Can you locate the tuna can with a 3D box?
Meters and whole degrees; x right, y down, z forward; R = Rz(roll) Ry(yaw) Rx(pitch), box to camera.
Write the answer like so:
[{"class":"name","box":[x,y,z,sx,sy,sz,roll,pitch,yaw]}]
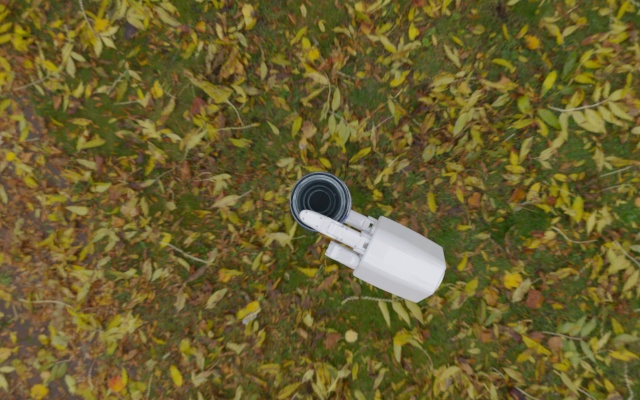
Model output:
[{"class":"tuna can","box":[0.000,0.002,0.674,0.086,0.086,0.034,0,-3,8]}]
